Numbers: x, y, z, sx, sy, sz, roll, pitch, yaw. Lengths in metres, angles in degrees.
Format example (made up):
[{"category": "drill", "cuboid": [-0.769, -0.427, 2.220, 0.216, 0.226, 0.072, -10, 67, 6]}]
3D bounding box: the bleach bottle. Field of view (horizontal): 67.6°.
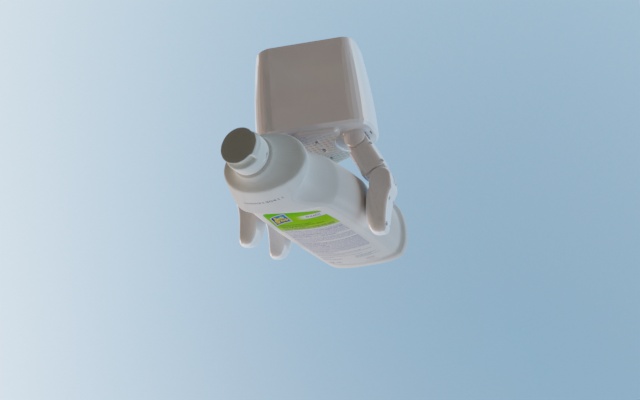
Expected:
[{"category": "bleach bottle", "cuboid": [0.000, 0.002, 0.435, 0.102, 0.068, 0.251, -14, -25, 19]}]
